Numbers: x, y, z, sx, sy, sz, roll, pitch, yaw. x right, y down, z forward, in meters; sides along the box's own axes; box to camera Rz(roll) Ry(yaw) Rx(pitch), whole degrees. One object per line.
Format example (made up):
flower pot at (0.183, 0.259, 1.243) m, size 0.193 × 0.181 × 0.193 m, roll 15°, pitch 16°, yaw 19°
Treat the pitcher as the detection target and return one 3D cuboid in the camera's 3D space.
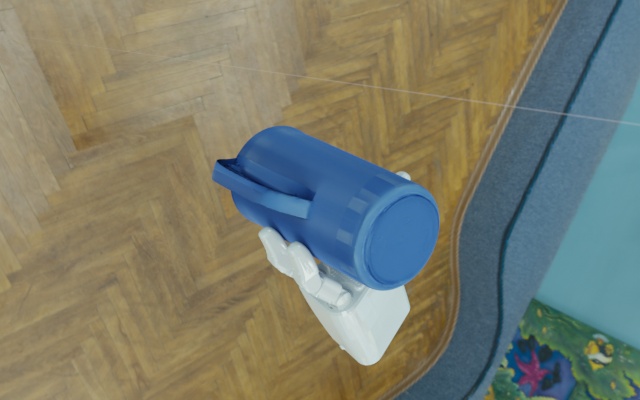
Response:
pitcher at (0.000, 0.002, 0.526) m, size 0.149 × 0.145 × 0.242 m, roll -37°, pitch 35°, yaw -20°
